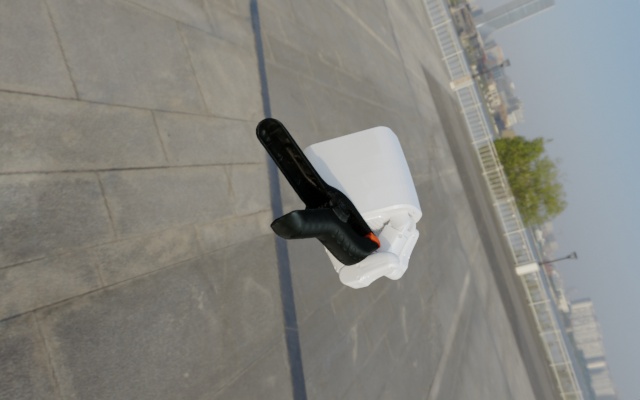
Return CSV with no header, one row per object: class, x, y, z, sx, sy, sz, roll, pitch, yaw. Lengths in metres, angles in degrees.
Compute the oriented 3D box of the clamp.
clamp,0.001,0.001,0.428,0.039,0.120,0.171,-23,-31,20
